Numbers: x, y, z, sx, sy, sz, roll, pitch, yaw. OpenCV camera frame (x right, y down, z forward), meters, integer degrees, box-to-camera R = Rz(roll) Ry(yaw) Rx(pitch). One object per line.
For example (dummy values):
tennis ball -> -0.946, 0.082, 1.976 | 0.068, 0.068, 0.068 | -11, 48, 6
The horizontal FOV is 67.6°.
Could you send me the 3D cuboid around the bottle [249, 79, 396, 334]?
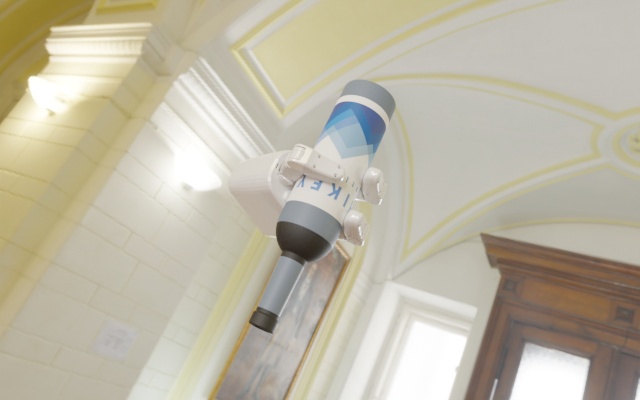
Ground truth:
bottle -> 0.000, 0.001, 0.522 | 0.069, 0.295, 0.069 | 22, -21, 9
